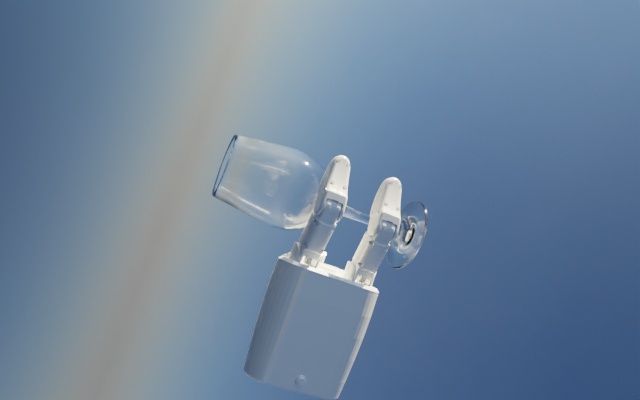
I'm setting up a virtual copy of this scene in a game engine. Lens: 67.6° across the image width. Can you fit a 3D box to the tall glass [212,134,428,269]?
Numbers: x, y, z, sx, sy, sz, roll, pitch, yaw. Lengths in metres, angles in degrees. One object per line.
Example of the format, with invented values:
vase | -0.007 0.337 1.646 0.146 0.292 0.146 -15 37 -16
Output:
tall glass | 0.001 0.002 0.467 0.201 0.079 0.079 21 -6 -16
